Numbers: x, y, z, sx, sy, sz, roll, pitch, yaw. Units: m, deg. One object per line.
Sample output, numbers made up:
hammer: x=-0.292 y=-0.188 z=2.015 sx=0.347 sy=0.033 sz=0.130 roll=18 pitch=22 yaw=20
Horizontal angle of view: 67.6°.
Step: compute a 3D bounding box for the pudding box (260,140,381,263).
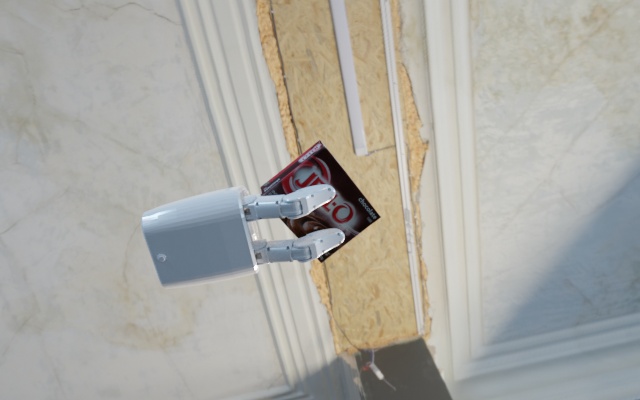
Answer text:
pudding box: x=0.000 y=0.002 z=0.547 sx=0.090 sy=0.113 sz=0.039 roll=-38 pitch=24 yaw=7
